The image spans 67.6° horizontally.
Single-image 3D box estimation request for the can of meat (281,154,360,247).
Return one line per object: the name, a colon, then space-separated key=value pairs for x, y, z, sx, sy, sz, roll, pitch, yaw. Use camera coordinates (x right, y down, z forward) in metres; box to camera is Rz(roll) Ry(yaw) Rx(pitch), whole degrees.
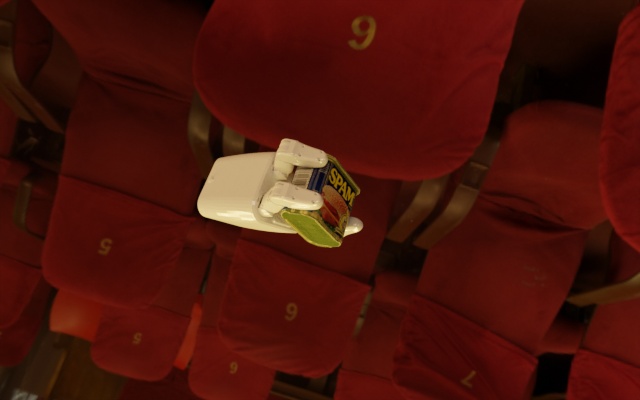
can of meat: x=0.000 y=0.002 z=0.604 sx=0.057 sy=0.084 sz=0.102 roll=3 pitch=-28 yaw=32
